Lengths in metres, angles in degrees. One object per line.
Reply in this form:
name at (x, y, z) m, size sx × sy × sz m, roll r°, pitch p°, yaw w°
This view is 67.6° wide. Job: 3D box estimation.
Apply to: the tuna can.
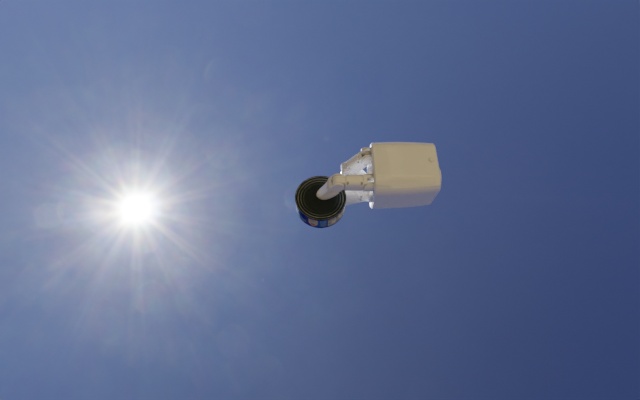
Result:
tuna can at (0.000, 0.003, 0.807) m, size 0.086 × 0.086 × 0.034 m, roll 0°, pitch -30°, yaw -1°
